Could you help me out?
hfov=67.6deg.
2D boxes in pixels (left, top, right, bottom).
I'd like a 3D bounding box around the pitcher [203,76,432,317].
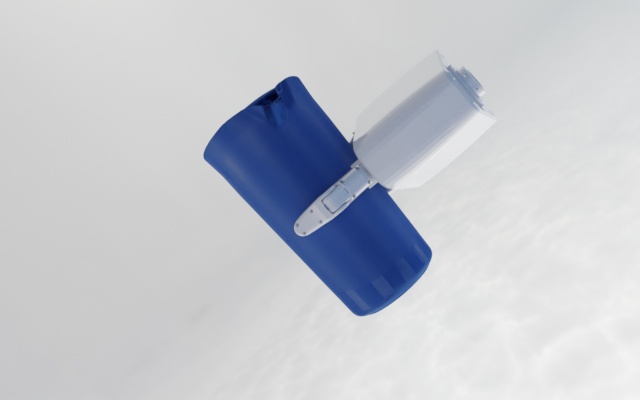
[{"bbox_3d":[0.000,0.002,0.518,0.145,0.243,0.149,-41,-1,26],"label":"pitcher"}]
